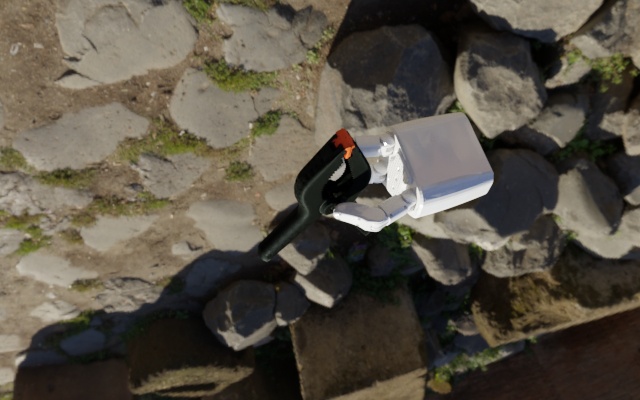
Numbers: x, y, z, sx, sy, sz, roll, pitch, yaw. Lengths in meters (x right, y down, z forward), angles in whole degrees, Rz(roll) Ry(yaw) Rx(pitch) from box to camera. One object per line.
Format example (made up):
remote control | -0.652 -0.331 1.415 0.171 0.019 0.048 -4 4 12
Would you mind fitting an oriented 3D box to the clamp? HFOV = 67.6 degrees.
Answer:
clamp | 0.001 0.002 0.574 0.164 0.036 0.210 -18 -33 -16
